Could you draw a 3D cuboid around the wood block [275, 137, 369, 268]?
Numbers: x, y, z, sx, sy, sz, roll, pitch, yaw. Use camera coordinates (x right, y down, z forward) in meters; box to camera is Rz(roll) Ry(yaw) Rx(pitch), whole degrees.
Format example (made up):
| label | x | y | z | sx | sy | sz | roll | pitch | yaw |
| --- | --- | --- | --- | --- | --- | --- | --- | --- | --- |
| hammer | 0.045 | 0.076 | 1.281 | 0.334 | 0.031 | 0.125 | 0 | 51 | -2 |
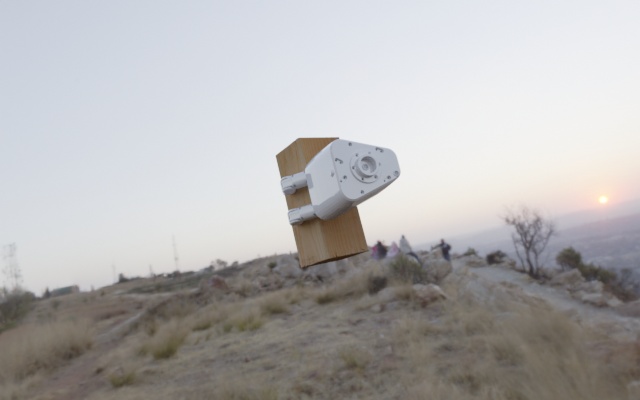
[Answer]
| label | x | y | z | sx | sy | sz | roll | pitch | yaw |
| --- | --- | --- | --- | --- | --- | --- | --- | --- | --- |
| wood block | 0.001 | 0.002 | 0.829 | 0.091 | 0.206 | 0.090 | -6 | -13 | -34 |
